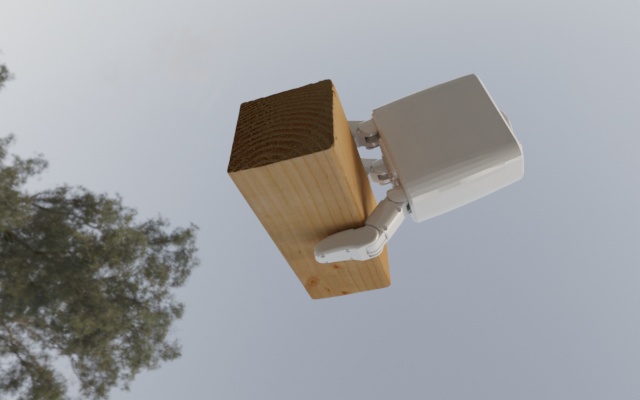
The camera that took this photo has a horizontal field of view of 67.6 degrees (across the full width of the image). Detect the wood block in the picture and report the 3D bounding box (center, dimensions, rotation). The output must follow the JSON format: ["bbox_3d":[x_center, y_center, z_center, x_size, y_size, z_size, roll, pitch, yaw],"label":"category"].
[{"bbox_3d":[0.000,0.002,0.462,0.090,0.090,0.206,-12,-43,14],"label":"wood block"}]
